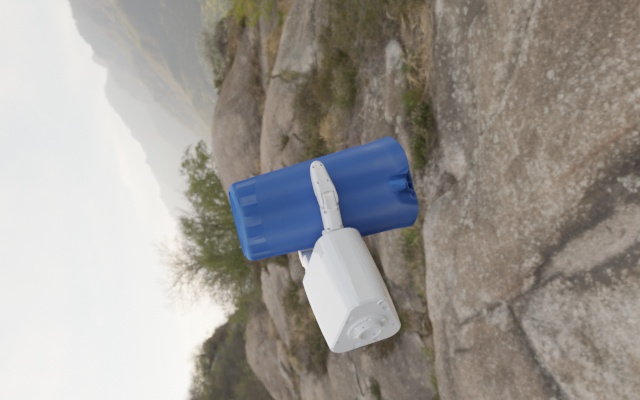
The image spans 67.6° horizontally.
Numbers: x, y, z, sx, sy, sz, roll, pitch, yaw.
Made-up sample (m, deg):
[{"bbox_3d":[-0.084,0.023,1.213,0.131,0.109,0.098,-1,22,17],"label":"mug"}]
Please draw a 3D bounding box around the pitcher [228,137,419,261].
[{"bbox_3d":[0.000,0.002,0.673,0.243,0.145,0.149,-14,-42,-12],"label":"pitcher"}]
